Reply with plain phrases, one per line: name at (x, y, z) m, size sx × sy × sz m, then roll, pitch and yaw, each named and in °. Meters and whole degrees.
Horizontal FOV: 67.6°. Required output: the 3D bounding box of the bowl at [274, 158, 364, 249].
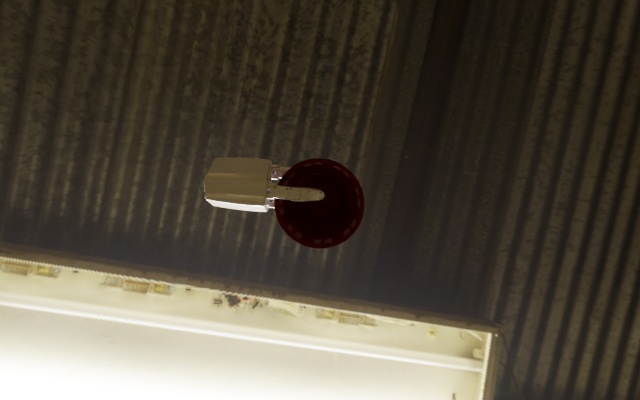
bowl at (0.001, 0.003, 0.867) m, size 0.162 × 0.162 × 0.055 m, roll 0°, pitch 8°, yaw 8°
